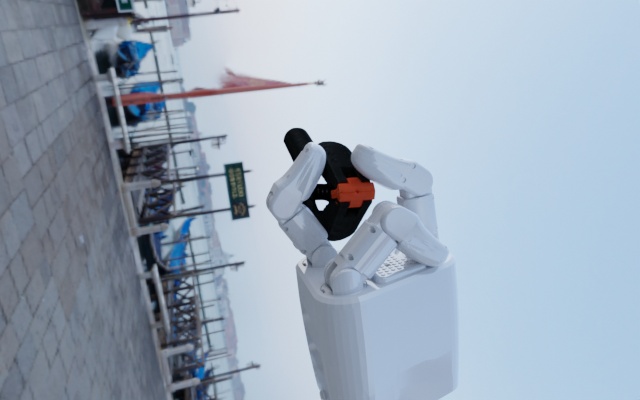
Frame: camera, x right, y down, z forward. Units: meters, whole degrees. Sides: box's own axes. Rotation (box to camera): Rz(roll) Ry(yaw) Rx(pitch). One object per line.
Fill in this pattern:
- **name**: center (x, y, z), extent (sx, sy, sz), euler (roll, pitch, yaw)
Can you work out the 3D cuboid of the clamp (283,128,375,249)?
- **clamp**: center (0.001, 0.001, 0.408), extent (0.039, 0.120, 0.171), euler (-11, 14, -13)
